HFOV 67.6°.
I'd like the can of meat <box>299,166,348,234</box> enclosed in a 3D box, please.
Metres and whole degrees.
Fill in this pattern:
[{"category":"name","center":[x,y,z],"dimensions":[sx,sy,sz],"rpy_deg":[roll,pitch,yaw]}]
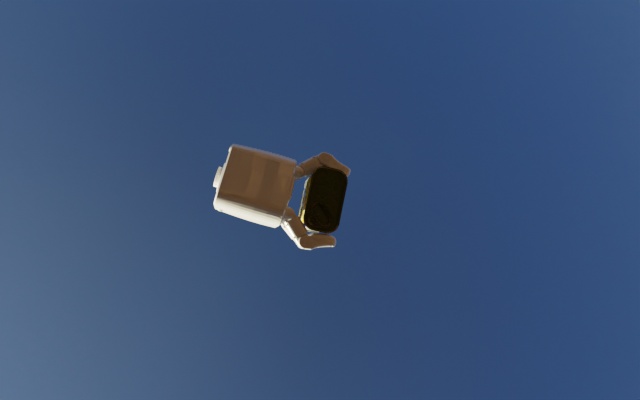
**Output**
[{"category":"can of meat","center":[0.000,0.002,0.772],"dimensions":[0.057,0.102,0.084],"rpy_deg":[13,-8,-10]}]
